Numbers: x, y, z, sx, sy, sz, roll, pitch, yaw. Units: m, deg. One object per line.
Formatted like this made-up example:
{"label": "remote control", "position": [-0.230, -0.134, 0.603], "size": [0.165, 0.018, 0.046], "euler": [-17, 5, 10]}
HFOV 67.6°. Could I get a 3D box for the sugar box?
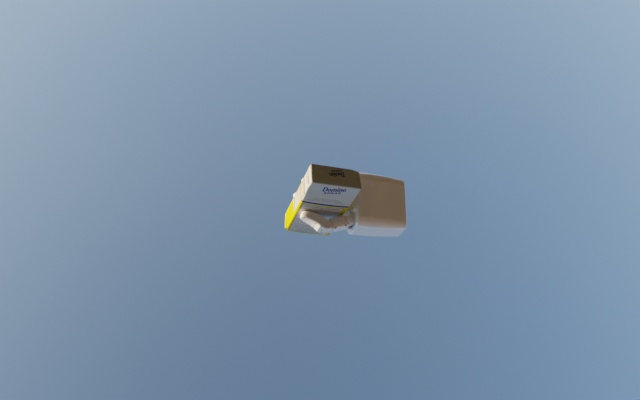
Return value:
{"label": "sugar box", "position": [0.000, 0.002, 0.882], "size": [0.093, 0.048, 0.176], "euler": [8, -36, -17]}
